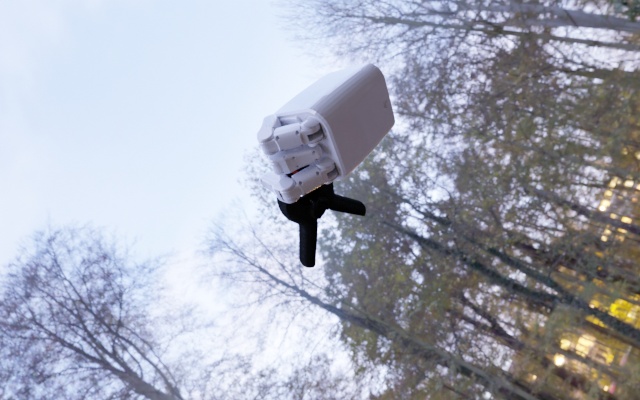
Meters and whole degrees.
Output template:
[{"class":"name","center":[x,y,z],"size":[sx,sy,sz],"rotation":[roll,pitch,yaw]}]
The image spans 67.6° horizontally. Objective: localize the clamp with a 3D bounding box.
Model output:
[{"class":"clamp","center":[0.000,0.002,0.623],"size":[0.039,0.172,0.120],"rotation":[29,62,38]}]
